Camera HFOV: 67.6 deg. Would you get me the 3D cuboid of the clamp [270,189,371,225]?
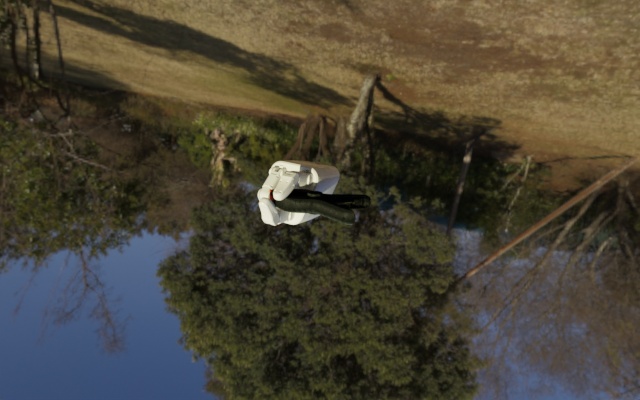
[{"bbox_3d":[0.000,0.003,0.801,0.171,0.039,0.120,13,12,25],"label":"clamp"}]
